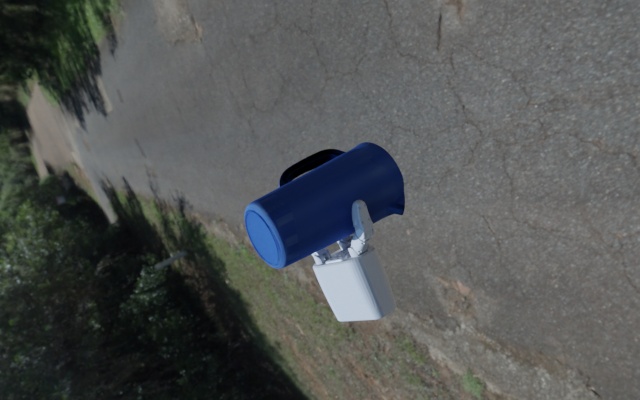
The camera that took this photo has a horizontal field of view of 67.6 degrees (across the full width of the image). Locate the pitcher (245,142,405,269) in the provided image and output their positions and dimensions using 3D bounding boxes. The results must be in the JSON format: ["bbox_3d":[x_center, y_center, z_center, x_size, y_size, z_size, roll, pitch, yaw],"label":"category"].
[{"bbox_3d":[0.000,0.003,0.762,0.243,0.145,0.149,-26,9,-30],"label":"pitcher"}]
